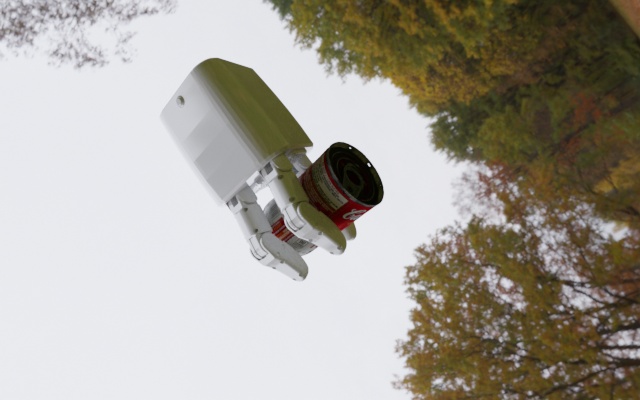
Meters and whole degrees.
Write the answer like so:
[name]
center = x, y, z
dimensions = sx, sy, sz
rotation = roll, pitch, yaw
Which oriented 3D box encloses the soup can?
[soup can]
center = 0.000, 0.002, 0.451
dimensions = 0.068, 0.068, 0.102
rotation = 0, -31, -49
